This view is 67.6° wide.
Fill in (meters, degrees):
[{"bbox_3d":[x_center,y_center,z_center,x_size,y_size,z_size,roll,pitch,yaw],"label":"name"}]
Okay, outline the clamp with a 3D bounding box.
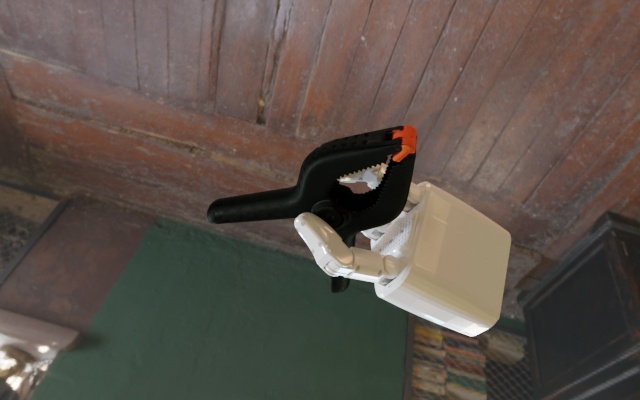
[{"bbox_3d":[0.000,0.002,0.421,0.164,0.036,0.210,27,-45,-14],"label":"clamp"}]
